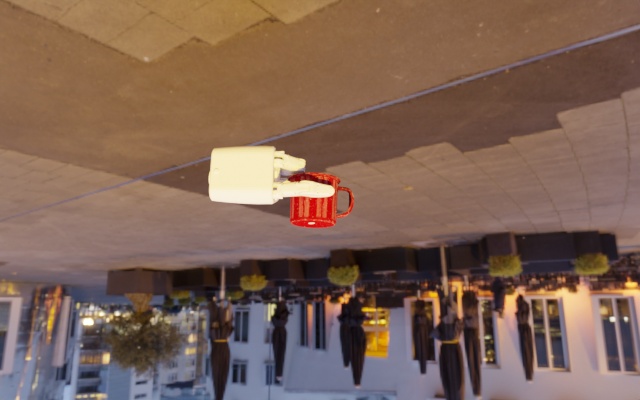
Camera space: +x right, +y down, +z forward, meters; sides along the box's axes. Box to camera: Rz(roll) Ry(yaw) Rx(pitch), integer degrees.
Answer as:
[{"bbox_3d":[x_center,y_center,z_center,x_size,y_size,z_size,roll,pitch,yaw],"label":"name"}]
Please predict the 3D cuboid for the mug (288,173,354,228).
[{"bbox_3d":[0.002,0.003,0.840,0.117,0.081,0.093,2,-13,2],"label":"mug"}]
